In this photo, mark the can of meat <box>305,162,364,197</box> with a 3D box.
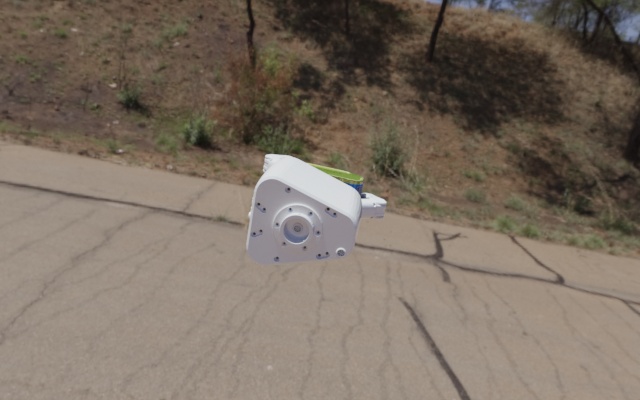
[{"bbox_3d":[0.000,0.002,0.608,0.102,0.084,0.057,12,14,5],"label":"can of meat"}]
